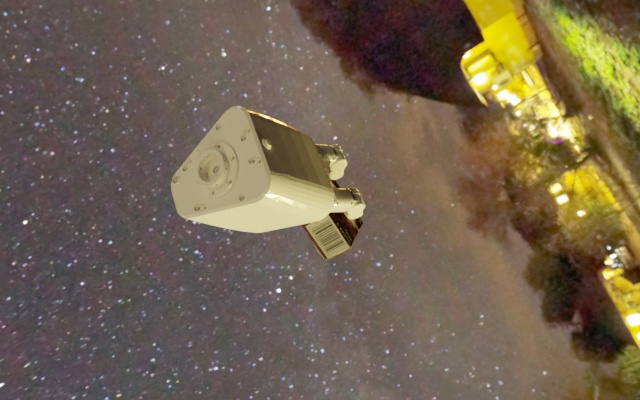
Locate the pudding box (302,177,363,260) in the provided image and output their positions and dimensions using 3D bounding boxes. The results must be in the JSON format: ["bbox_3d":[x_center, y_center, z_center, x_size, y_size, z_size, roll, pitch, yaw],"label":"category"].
[{"bbox_3d":[0.000,0.002,0.553,0.039,0.113,0.090,-29,7,20],"label":"pudding box"}]
